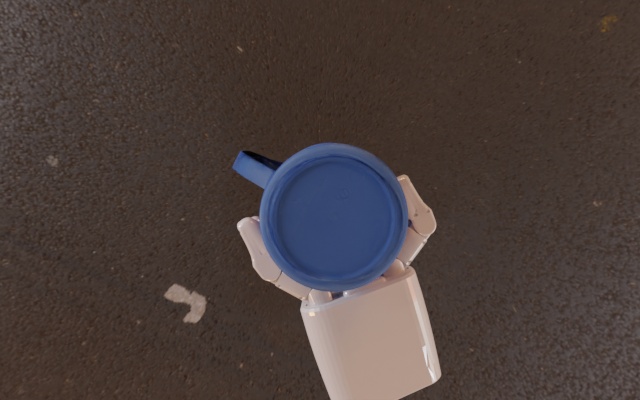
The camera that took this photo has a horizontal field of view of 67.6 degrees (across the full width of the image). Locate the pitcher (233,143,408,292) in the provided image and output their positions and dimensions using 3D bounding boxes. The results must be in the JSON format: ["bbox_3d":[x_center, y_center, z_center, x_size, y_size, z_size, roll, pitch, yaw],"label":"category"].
[{"bbox_3d":[0.000,0.002,0.453,0.149,0.145,0.243,-17,3,1],"label":"pitcher"}]
